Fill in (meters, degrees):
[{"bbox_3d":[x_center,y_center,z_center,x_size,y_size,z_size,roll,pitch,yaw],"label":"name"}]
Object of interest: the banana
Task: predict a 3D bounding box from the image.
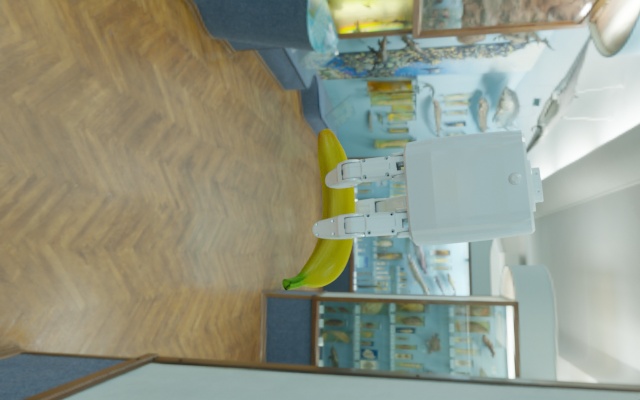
[{"bbox_3d":[0.011,0.014,0.523,0.037,0.197,0.070,-14,-37,37],"label":"banana"}]
